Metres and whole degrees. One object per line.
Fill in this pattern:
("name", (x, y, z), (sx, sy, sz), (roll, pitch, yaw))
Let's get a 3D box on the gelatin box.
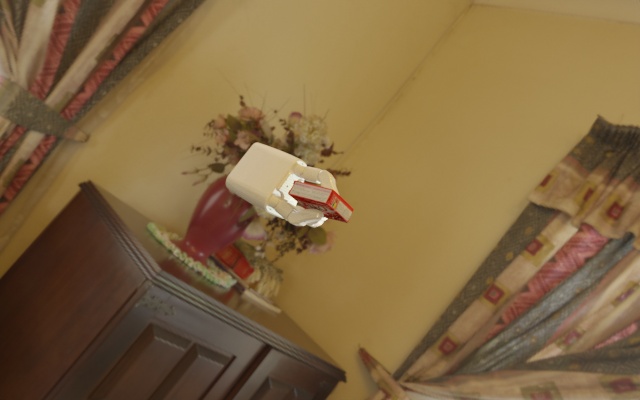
("gelatin box", (0.001, 0.002, 0.799), (0.089, 0.030, 0.073), (14, -19, 38))
